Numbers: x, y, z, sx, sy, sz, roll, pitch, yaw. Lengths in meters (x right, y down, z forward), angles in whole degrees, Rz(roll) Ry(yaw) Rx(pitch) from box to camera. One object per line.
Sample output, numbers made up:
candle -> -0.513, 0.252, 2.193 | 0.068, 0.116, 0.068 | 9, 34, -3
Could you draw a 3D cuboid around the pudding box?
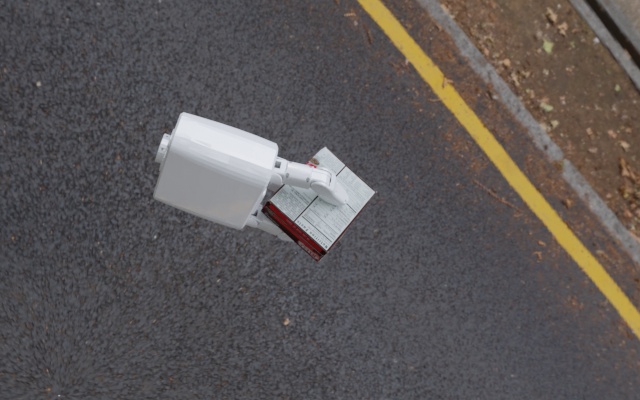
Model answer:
pudding box -> 0.000, 0.002, 0.562 | 0.113, 0.090, 0.039 | -47, 0, -30
